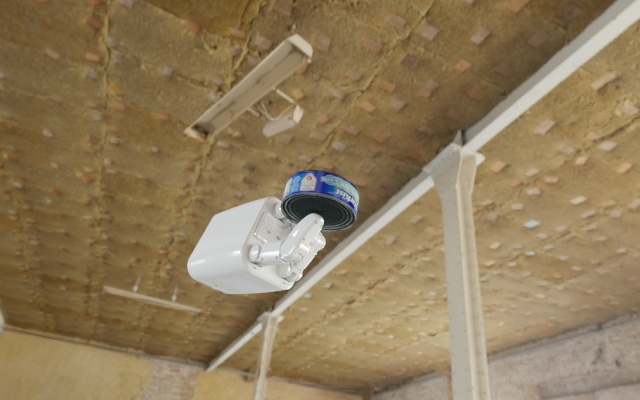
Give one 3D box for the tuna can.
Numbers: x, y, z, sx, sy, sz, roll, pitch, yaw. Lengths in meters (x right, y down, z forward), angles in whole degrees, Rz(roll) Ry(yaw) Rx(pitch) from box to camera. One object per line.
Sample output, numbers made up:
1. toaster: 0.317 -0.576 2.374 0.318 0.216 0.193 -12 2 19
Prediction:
1. tuna can: 0.000 0.001 0.538 0.086 0.033 0.086 9 -29 5
